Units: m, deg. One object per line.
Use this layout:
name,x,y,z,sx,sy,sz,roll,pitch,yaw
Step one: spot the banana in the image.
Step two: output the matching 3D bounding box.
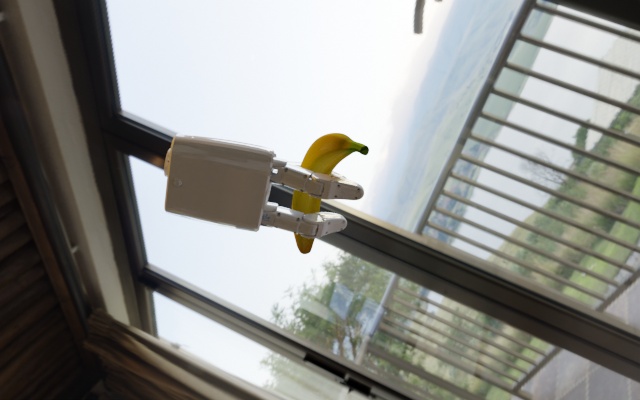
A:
banana,-0.005,-0.015,0.571,0.037,0.069,0.198,-4,-38,-27
